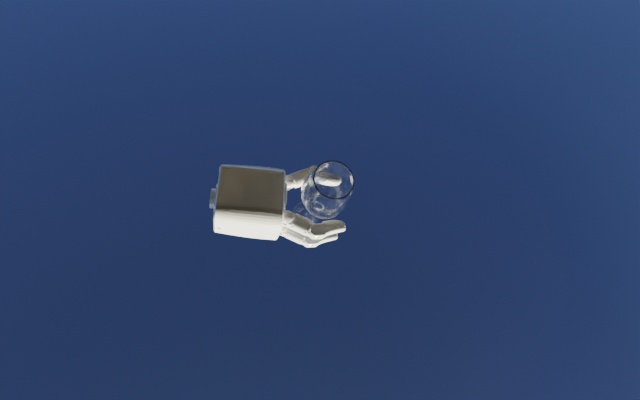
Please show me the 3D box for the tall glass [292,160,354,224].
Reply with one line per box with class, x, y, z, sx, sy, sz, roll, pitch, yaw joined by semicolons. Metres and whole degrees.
tall glass;0.000;0.003;0.786;0.079;0.079;0.201;0;-19;-12
